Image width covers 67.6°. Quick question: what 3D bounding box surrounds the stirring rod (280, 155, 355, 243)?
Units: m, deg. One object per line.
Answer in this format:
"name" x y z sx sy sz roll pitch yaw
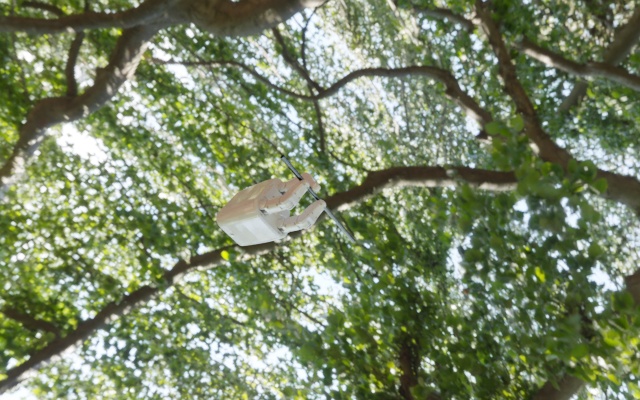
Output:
"stirring rod" 0.000 0.003 0.869 0.011 0.011 0.240 0 -40 44
